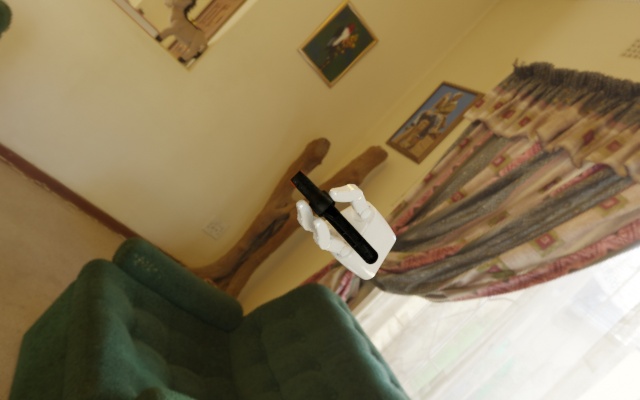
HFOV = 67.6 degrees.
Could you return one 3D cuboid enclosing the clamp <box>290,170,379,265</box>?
[{"bbox_3d":[0.001,0.002,0.763,0.210,0.036,0.165,47,-2,43],"label":"clamp"}]
